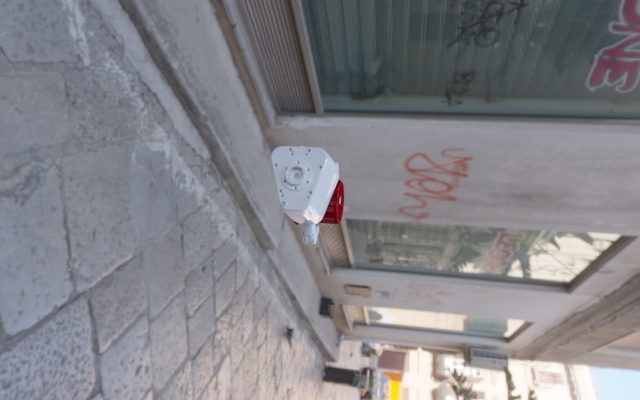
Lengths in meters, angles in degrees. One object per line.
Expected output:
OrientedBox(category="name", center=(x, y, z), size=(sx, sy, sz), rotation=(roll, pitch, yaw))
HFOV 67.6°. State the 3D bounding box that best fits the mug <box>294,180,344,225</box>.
OrientedBox(category="mug", center=(0.001, 0.003, 0.889), size=(0.081, 0.093, 0.117), rotation=(3, -10, 11))
